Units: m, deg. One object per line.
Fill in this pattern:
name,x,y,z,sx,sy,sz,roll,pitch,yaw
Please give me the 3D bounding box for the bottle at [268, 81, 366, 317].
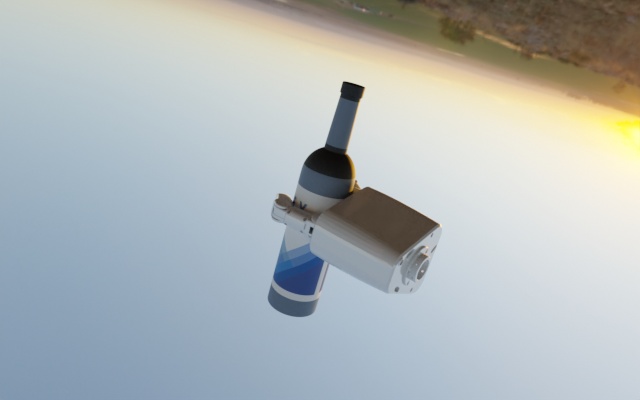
bottle,0.000,0.002,0.589,0.069,0.296,0.069,14,19,-5
